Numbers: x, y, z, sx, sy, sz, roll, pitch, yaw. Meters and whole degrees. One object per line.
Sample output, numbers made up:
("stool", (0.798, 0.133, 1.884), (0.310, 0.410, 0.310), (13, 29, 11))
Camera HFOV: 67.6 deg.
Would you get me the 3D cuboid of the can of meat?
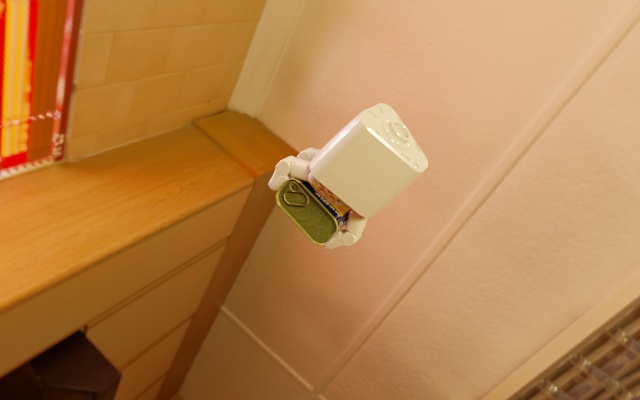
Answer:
("can of meat", (0.000, 0.002, 0.690), (0.057, 0.102, 0.084), (-48, -7, 37))
